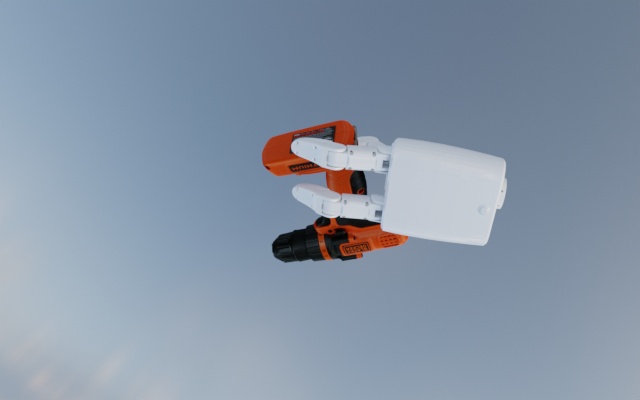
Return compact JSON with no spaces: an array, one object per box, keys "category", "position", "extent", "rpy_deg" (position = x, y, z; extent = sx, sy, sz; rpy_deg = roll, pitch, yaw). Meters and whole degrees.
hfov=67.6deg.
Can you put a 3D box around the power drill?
[{"category":"power drill","position":[0.000,0.002,0.578],"extent":[0.184,0.057,0.188],"rpy_deg":[-13,-47,15]}]
